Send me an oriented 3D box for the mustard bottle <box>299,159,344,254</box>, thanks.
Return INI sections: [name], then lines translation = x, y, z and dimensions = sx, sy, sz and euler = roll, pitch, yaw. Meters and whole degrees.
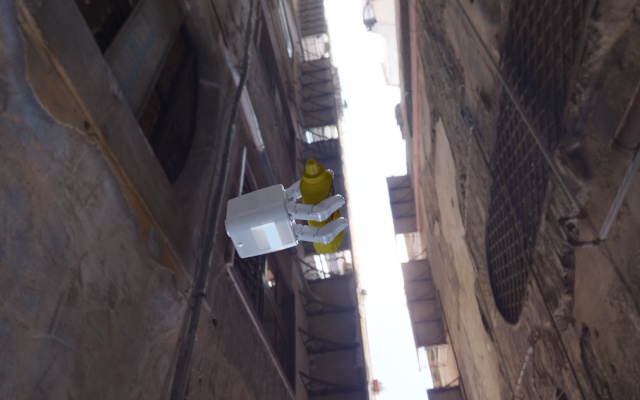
[mustard bottle]
translation = 0.001, 0.003, 0.867
dimensions = 0.058, 0.192, 0.096
euler = 2, 45, 17
